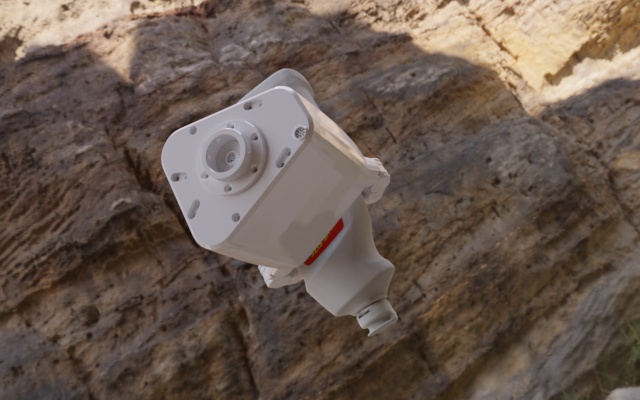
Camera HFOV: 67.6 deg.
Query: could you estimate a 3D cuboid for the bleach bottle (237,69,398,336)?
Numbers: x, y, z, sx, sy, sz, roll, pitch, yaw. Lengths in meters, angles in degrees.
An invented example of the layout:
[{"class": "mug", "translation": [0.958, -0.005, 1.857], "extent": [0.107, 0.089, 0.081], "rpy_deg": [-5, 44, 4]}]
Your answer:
[{"class": "bleach bottle", "translation": [0.000, 0.001, 0.442], "extent": [0.102, 0.250, 0.068], "rpy_deg": [-36, -23, 12]}]
